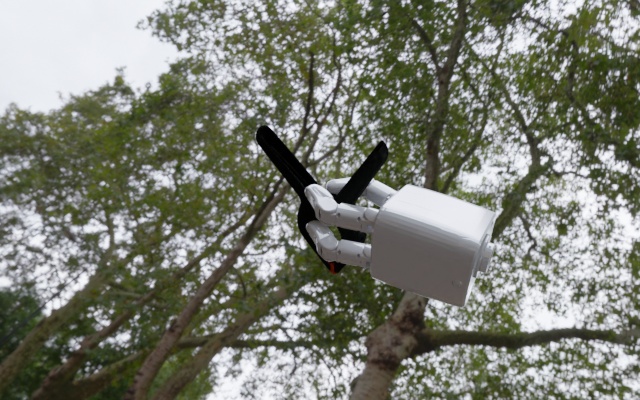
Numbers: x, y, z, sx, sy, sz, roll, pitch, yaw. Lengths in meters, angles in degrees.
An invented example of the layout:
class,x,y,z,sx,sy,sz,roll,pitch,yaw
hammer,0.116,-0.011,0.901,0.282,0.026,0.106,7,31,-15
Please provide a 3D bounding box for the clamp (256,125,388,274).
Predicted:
class,x,y,z,sx,sy,sz,roll,pitch,yaw
clamp,0.001,0.002,0.587,0.164,0.210,0.036,18,43,23
